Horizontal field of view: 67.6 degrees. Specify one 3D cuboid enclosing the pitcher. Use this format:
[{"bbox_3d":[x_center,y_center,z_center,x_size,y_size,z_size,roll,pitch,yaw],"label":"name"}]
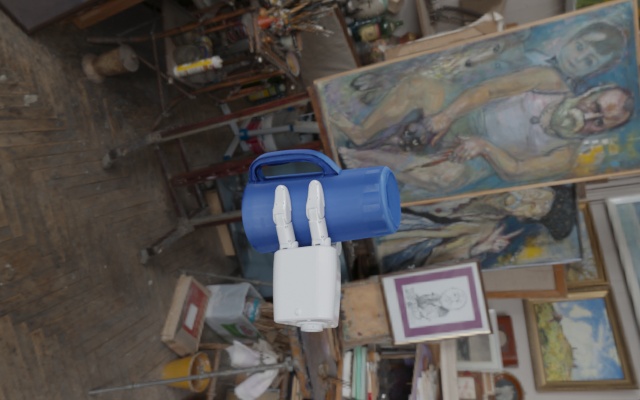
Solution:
[{"bbox_3d":[0.000,0.003,0.783,0.243,0.145,0.149,-7,-23,20],"label":"pitcher"}]
